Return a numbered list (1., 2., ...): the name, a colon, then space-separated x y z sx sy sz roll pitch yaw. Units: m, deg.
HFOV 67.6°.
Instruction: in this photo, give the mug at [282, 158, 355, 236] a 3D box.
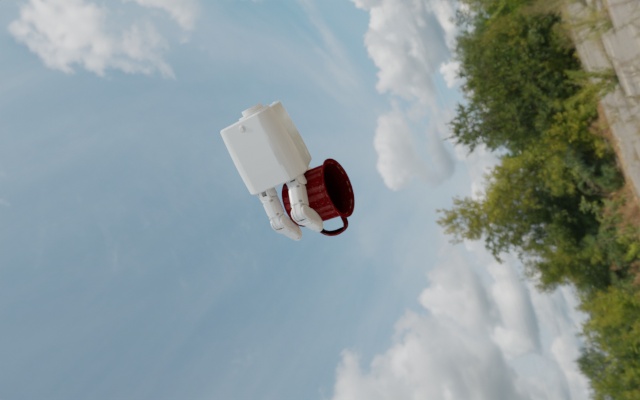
1. mug: 0.001 0.004 0.736 0.081 0.117 0.093 -19 17 28
